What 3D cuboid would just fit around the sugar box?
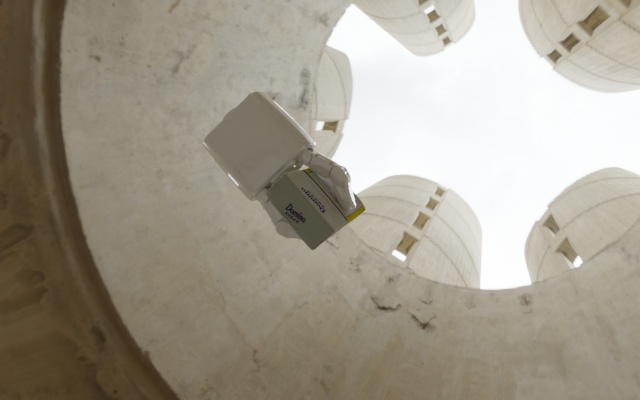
[{"bbox_3d":[0.000,0.002,0.646,0.048,0.093,0.176,-43,-7,21],"label":"sugar box"}]
